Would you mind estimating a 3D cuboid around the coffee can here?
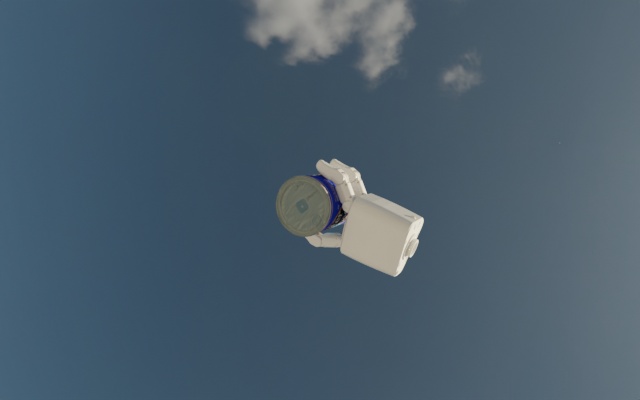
[{"bbox_3d":[0.000,0.003,0.853,0.103,0.103,0.140,0,6,27],"label":"coffee can"}]
